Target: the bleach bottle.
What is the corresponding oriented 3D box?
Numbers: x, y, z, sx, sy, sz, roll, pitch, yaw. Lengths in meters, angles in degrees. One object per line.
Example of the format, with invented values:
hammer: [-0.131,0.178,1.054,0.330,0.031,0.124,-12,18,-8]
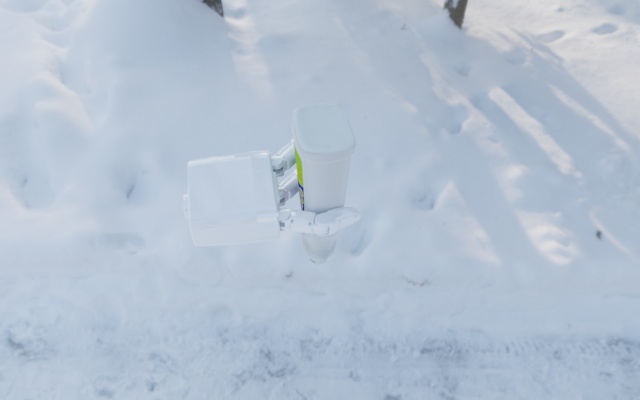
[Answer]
bleach bottle: [0.000,0.002,0.638,0.068,0.251,0.102,-7,44,-8]
